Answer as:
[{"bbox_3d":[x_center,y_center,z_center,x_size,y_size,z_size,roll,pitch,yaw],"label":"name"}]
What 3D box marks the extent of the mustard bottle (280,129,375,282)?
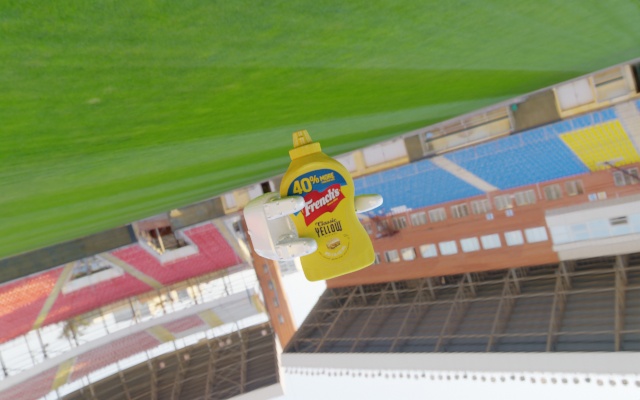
[{"bbox_3d":[0.000,0.002,0.621,0.096,0.191,0.058,-17,2,1],"label":"mustard bottle"}]
